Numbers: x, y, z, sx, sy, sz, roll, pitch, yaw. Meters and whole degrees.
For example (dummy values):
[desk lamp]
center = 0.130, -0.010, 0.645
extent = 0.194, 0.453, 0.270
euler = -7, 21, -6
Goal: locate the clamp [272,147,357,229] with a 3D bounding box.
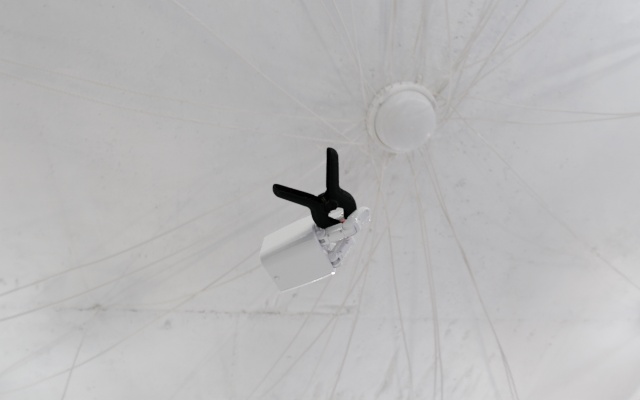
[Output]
[clamp]
center = 0.000, 0.002, 0.800
extent = 0.120, 0.172, 0.039
euler = -23, 33, 7
